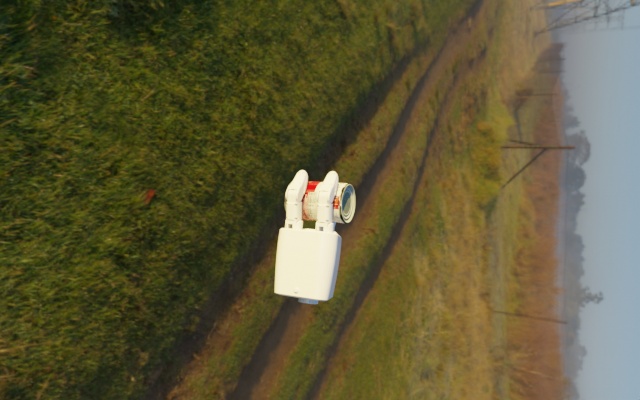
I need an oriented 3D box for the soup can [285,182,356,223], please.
[{"bbox_3d":[0.000,0.002,0.803,0.102,0.068,0.068,3,1,24],"label":"soup can"}]
